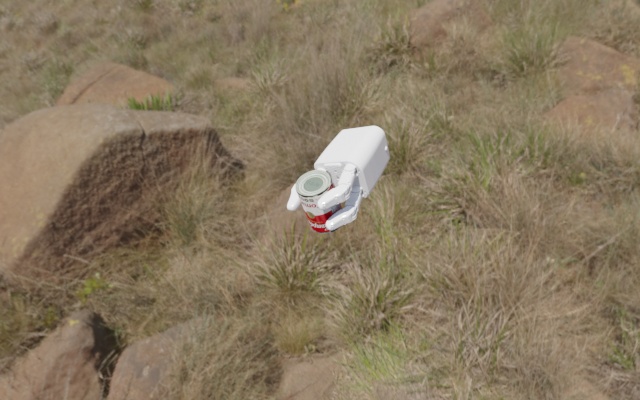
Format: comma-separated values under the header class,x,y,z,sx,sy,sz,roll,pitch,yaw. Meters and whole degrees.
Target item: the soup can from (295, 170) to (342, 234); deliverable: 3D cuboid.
class,x,y,z,sx,sy,sz,roll,pitch,yaw
soup can,0.000,0.003,0.868,0.068,0.068,0.102,0,-43,20
